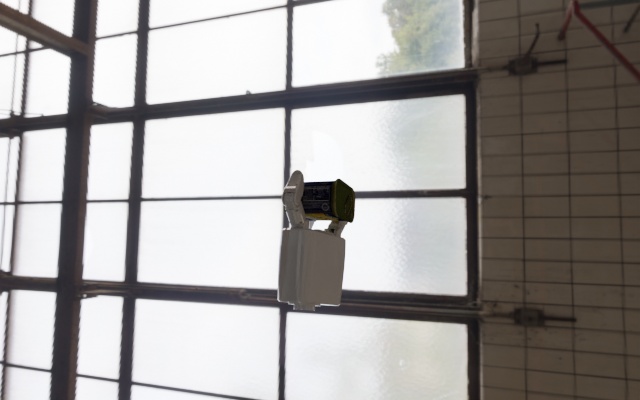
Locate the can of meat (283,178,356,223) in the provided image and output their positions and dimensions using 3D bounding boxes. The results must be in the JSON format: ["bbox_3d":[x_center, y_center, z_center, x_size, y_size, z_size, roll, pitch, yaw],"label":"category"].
[{"bbox_3d":[0.000,0.002,0.738,0.084,0.057,0.102,-1,-11,20],"label":"can of meat"}]
